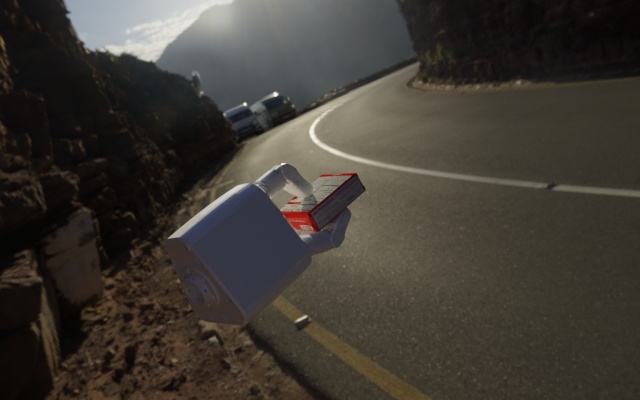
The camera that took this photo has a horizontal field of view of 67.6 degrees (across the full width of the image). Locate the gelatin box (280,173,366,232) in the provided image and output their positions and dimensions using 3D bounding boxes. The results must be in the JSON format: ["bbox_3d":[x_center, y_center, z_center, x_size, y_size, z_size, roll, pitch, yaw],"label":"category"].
[{"bbox_3d":[0.000,0.001,0.588,0.089,0.030,0.073,-41,22,-28],"label":"gelatin box"}]
